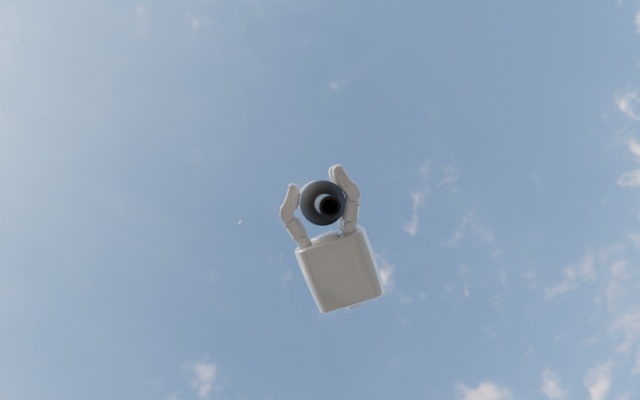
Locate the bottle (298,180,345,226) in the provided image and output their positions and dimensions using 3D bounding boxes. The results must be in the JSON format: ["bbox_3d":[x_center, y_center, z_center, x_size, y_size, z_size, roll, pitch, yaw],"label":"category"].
[{"bbox_3d":[0.000,0.002,0.726,0.069,0.069,0.295,0,2,-5],"label":"bottle"}]
